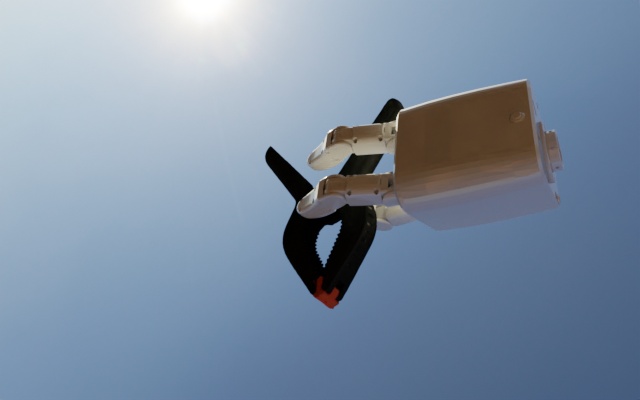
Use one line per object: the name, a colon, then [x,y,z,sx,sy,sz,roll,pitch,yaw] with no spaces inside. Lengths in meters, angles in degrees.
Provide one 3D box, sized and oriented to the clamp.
clamp: [0.001,0.002,0.463,0.164,0.209,0.036,-12,-38,31]
